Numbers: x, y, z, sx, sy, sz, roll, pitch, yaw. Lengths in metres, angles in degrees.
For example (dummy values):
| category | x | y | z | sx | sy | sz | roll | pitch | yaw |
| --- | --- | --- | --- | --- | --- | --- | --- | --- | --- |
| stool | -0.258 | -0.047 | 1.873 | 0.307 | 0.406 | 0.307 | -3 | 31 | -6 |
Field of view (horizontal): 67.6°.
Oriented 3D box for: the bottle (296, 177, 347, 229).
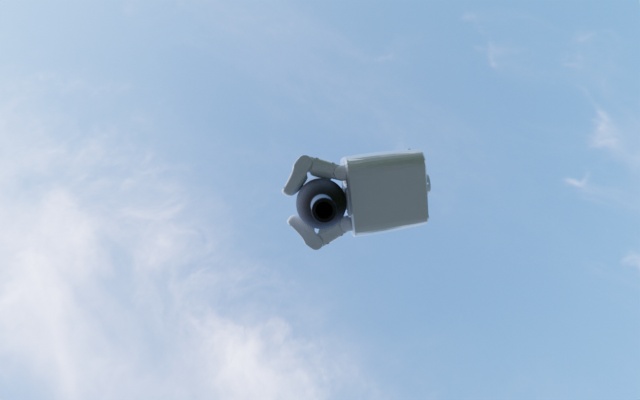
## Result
| category | x | y | z | sx | sy | sz | roll | pitch | yaw |
| --- | --- | --- | --- | --- | --- | --- | --- | --- | --- |
| bottle | 0.000 | 0.002 | 0.657 | 0.069 | 0.069 | 0.295 | 0 | 3 | -2 |
